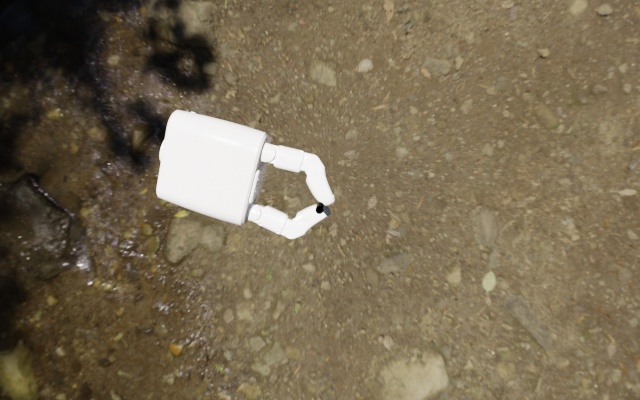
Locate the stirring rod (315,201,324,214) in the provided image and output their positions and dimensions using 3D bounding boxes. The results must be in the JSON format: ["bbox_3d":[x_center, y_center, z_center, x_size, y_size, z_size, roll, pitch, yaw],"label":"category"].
[{"bbox_3d":[0.000,0.002,0.582,0.011,0.011,0.239,0,4,1],"label":"stirring rod"}]
